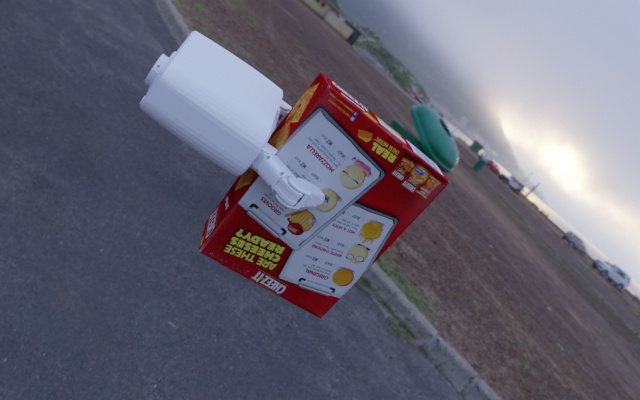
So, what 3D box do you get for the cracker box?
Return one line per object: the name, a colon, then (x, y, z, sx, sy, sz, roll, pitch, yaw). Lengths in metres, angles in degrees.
cracker box: (0.000, 0.002, 0.510, 0.164, 0.214, 0.072, 34, 18, -21)
